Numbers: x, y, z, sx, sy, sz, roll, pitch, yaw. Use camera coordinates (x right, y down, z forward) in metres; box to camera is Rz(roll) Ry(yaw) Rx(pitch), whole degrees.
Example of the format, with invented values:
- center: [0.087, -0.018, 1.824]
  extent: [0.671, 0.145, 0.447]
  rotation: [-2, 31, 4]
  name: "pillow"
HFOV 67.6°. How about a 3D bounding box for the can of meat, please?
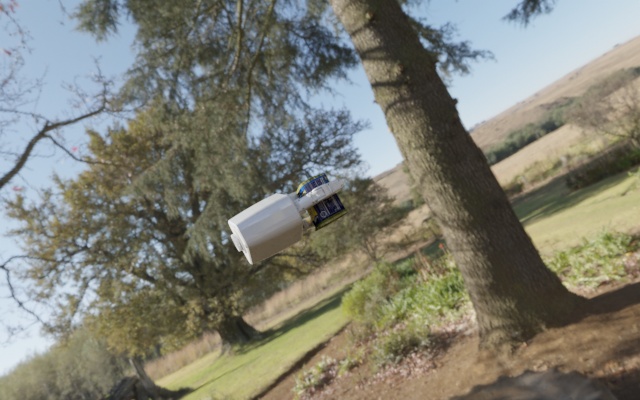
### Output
- center: [0.000, 0.003, 0.870]
  extent: [0.057, 0.084, 0.102]
  rotation: [-29, -5, -12]
  name: "can of meat"
